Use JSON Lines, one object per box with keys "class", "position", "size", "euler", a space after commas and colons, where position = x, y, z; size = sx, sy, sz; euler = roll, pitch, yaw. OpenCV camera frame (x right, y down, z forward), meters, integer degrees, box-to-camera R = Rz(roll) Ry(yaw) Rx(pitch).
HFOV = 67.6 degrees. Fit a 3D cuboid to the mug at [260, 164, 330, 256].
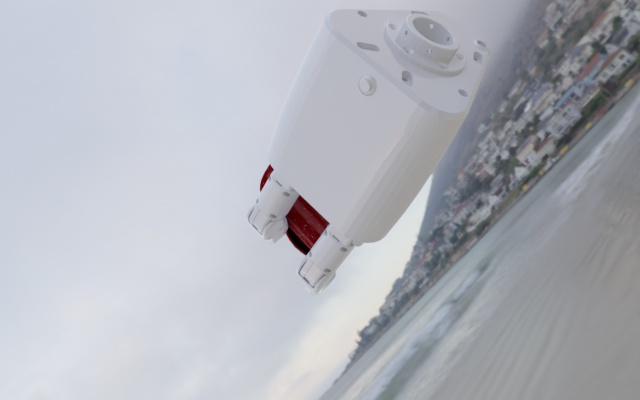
{"class": "mug", "position": [-0.001, 0.002, 0.406], "size": [0.093, 0.081, 0.117], "euler": [-31, -20, -42]}
